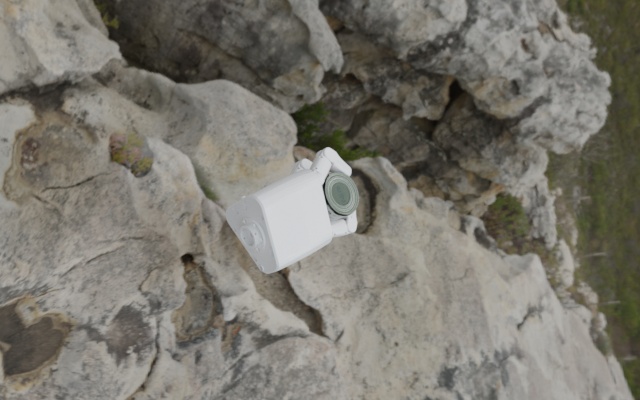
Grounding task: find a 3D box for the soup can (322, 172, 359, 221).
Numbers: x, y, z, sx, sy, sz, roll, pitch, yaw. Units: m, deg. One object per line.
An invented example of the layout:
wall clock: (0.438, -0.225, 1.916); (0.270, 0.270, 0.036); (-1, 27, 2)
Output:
soup can: (0.001, 0.002, 0.721); (0.068, 0.068, 0.102); (0, -15, -40)
